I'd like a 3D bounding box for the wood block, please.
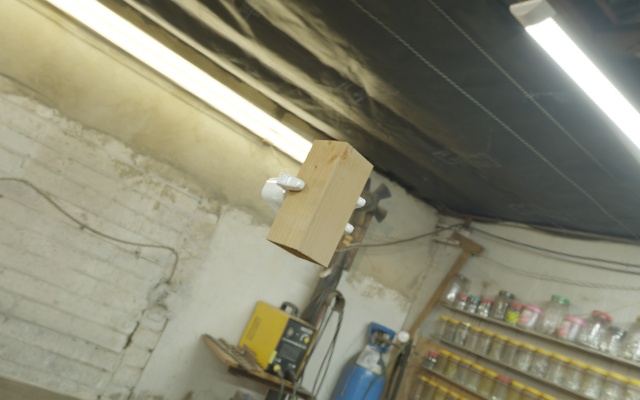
[{"bbox_3d":[0.000,0.003,0.863,0.090,0.206,0.091,12,-17,47],"label":"wood block"}]
